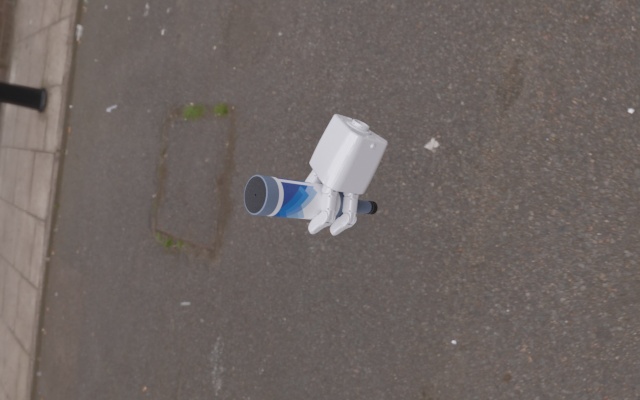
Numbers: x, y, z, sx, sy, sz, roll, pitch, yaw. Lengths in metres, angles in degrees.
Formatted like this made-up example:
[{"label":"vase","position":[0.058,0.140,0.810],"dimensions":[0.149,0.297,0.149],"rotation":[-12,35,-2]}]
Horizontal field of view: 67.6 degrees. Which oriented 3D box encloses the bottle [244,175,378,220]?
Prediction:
[{"label":"bottle","position":[0.000,0.003,0.884],"dimensions":[0.296,0.069,0.069],"rotation":[7,-4,-43]}]
